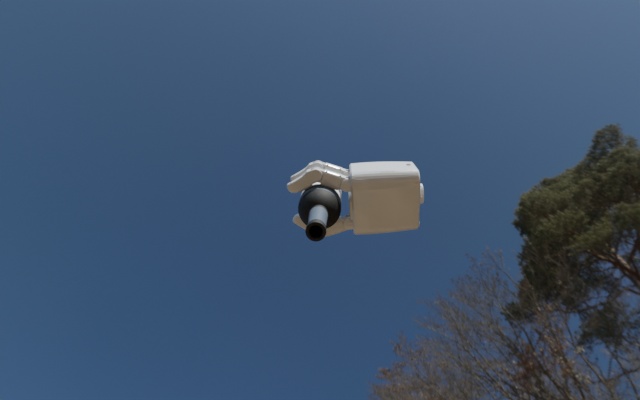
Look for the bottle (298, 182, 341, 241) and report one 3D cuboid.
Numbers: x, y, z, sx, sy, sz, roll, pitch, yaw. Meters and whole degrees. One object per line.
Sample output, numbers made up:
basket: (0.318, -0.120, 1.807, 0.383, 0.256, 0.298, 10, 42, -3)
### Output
bottle: (0.000, 0.002, 0.767, 0.069, 0.069, 0.295, 0, 15, 3)
